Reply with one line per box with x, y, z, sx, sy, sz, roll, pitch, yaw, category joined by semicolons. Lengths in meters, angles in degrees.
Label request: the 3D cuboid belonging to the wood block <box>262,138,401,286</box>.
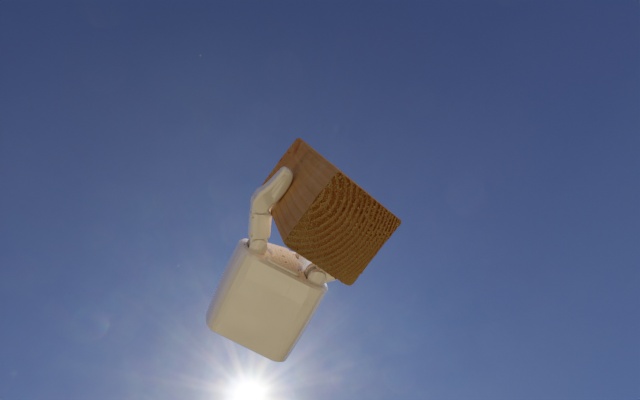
0.000;0.002;0.563;0.091;0.090;0.206;36;5;-21;wood block
